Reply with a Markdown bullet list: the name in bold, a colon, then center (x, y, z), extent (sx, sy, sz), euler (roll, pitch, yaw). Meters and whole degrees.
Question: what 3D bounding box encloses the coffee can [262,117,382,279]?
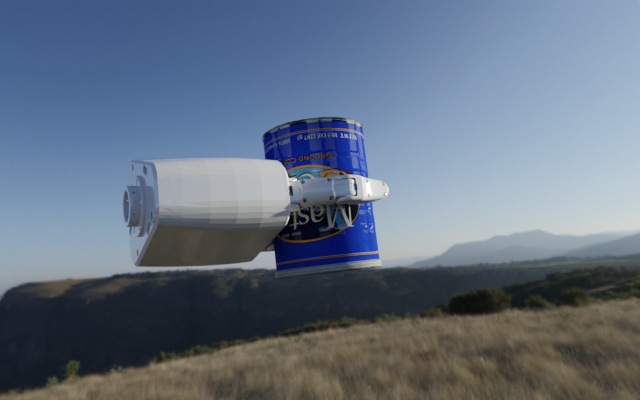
- **coffee can**: center (0.000, 0.002, 0.472), extent (0.103, 0.140, 0.103), euler (-7, -9, -1)
